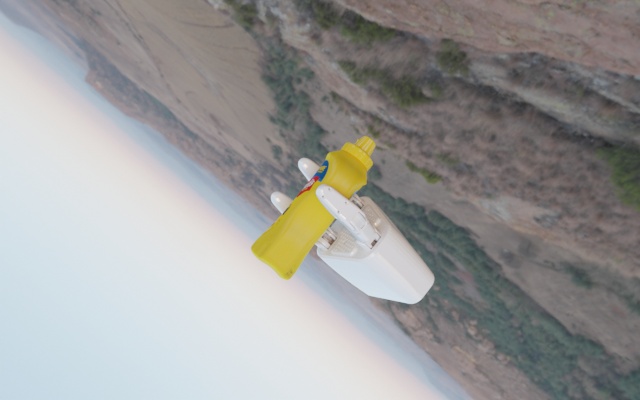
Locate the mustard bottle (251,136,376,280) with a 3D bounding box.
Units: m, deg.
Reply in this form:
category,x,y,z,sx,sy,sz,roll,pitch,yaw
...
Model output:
category,x,y,z,sx,sy,sz,roll,pitch,yaw
mustard bottle,0.000,0.002,0.559,0.058,0.191,0.096,40,-8,-4
